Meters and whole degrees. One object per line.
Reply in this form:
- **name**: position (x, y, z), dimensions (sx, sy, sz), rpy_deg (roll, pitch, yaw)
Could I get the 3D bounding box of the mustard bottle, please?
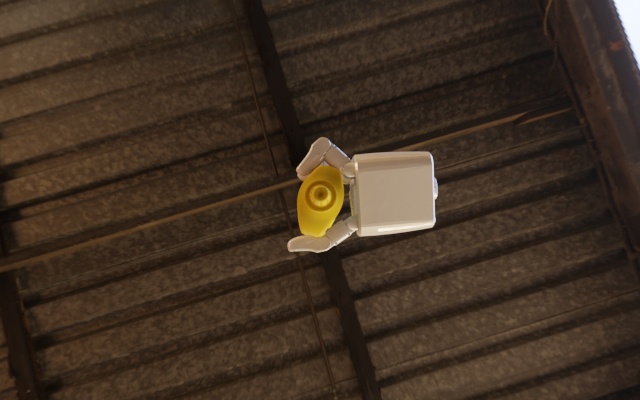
- **mustard bottle**: position (0.000, 0.002, 0.658), dimensions (0.058, 0.096, 0.191), rpy_deg (20, -6, 1)
